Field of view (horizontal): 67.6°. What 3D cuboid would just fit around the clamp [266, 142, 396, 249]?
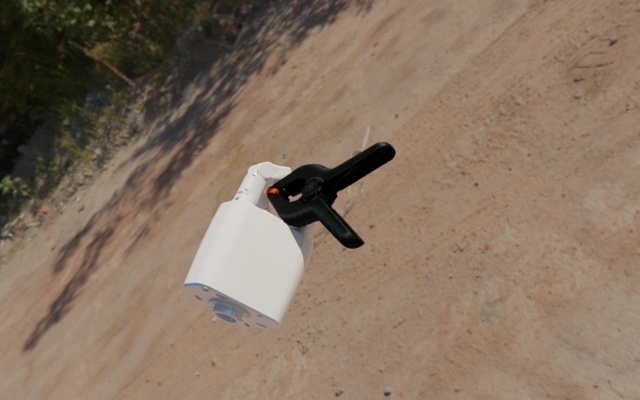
[{"bbox_3d":[0.000,0.001,0.527,0.171,0.120,0.039,-12,-44,43],"label":"clamp"}]
